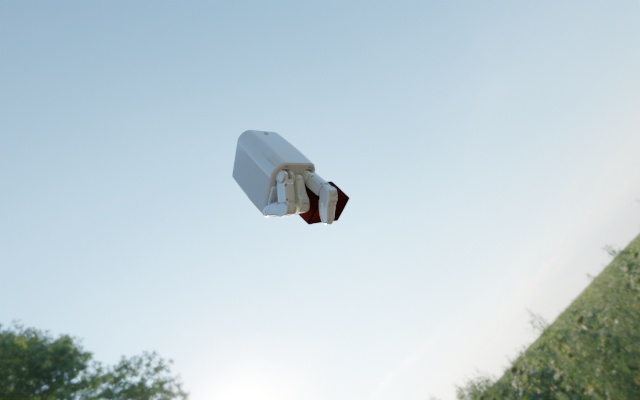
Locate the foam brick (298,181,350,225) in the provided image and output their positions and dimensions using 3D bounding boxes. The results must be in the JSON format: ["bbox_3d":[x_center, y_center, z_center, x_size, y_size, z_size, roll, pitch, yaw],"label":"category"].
[{"bbox_3d":[0.000,0.003,0.808,0.078,0.053,0.051,-4,40,-49],"label":"foam brick"}]
